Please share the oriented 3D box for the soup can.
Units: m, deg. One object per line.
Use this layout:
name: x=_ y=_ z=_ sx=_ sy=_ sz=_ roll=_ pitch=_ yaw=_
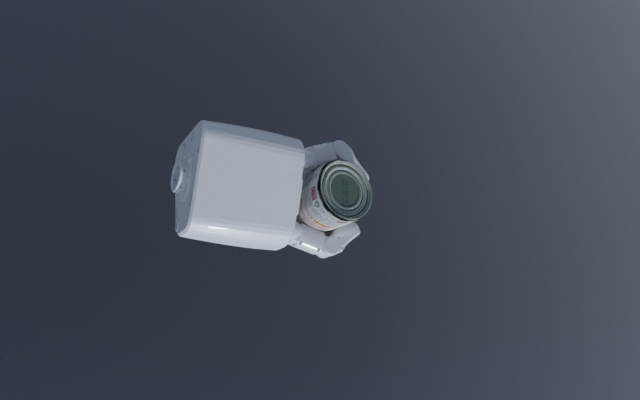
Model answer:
soup can: x=0.001 y=0.002 z=0.524 sx=0.068 sy=0.068 sz=0.102 roll=0 pitch=-15 yaw=-33
